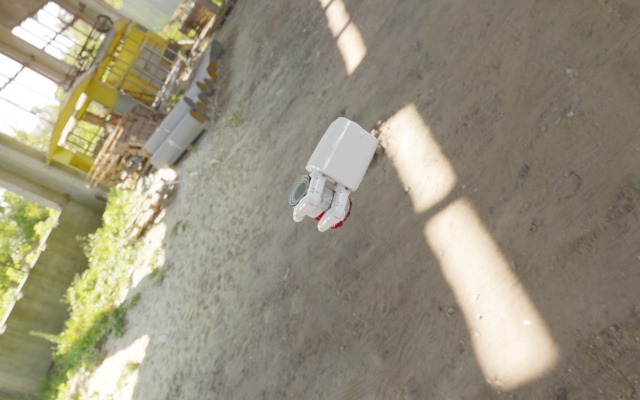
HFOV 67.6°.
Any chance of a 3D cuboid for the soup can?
[{"bbox_3d":[0.000,0.003,0.897,0.102,0.068,0.068,30,-14,-26],"label":"soup can"}]
